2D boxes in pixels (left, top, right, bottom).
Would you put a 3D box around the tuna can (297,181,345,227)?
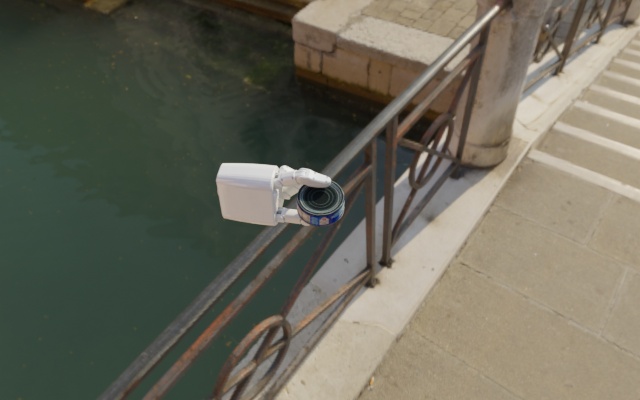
[{"bbox_3d":[0.000,0.002,0.845,0.086,0.086,0.034,0,-38,0],"label":"tuna can"}]
